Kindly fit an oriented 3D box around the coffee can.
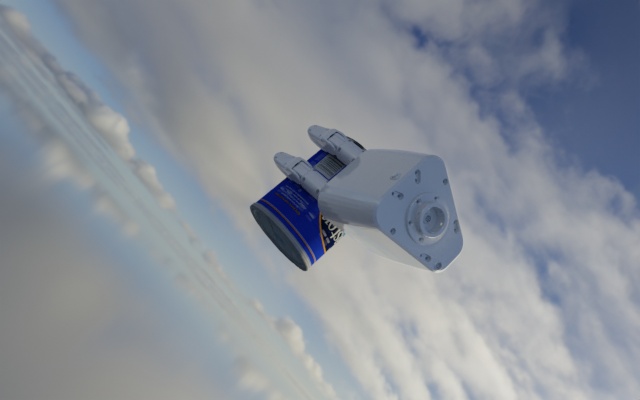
[{"bbox_3d":[0.000,0.002,0.584,0.140,0.103,0.103,-41,13,-16],"label":"coffee can"}]
